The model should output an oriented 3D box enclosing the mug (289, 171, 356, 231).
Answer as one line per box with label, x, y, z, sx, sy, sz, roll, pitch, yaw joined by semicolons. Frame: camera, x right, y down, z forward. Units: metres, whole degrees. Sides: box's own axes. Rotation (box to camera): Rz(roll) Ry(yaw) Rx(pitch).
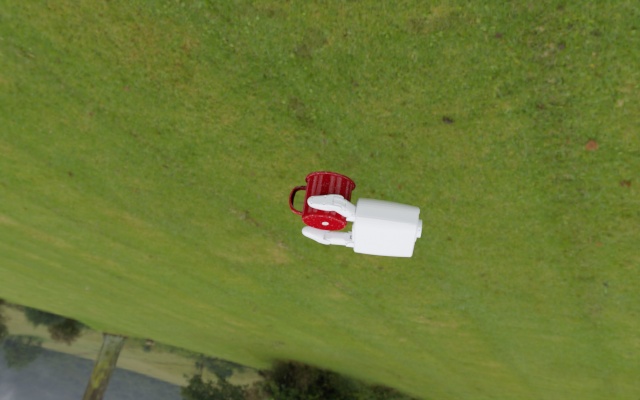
mug;-0.001;0.003;0.855;0.117;0.081;0.093;6;-21;9
